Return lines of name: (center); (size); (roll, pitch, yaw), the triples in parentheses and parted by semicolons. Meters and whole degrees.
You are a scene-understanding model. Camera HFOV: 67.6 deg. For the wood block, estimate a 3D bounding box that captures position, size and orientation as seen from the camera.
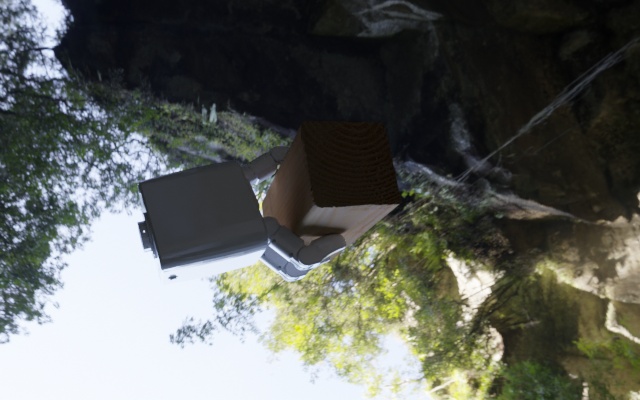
wood block: (0.000, 0.002, 0.541); (0.090, 0.090, 0.206); (-2, -21, -20)
